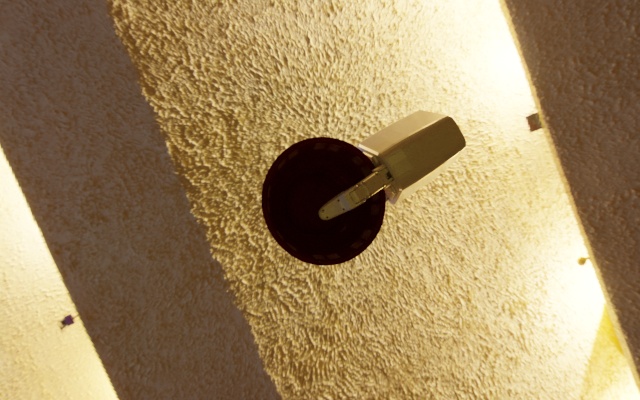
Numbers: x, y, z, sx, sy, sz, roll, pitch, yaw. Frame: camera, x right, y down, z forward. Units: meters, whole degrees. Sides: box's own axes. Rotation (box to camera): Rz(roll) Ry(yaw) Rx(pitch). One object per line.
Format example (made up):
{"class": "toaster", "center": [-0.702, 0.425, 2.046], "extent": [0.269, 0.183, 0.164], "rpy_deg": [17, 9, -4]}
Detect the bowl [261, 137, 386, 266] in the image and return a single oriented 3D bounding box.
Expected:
{"class": "bowl", "center": [-0.001, 0.002, 0.619], "extent": [0.162, 0.162, 0.055], "rpy_deg": [0, -4, -16]}
